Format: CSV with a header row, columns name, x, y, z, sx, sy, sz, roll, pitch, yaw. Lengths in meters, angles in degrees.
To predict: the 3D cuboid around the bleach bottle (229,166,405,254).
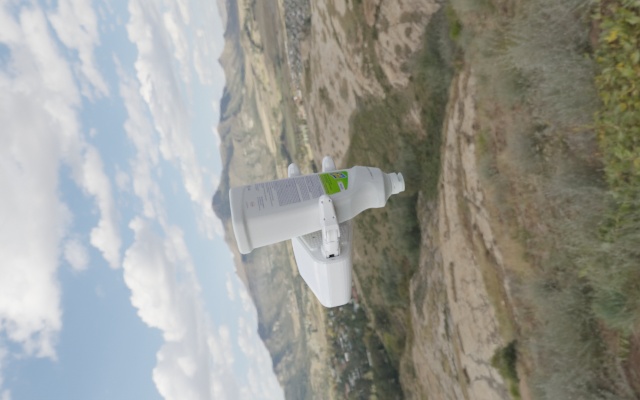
name,x,y,z,sx,sy,sz,roll,pitch,yaw
bleach bottle,0.000,0.002,0.689,0.251,0.068,0.102,-11,41,-6
